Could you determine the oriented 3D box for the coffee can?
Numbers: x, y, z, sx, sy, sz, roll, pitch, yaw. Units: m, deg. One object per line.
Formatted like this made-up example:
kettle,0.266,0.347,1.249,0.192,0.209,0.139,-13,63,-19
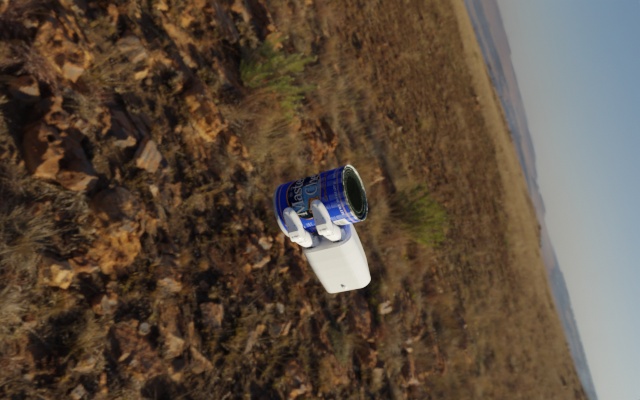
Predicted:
coffee can,0.000,0.003,0.861,0.140,0.103,0.103,-15,-7,24
